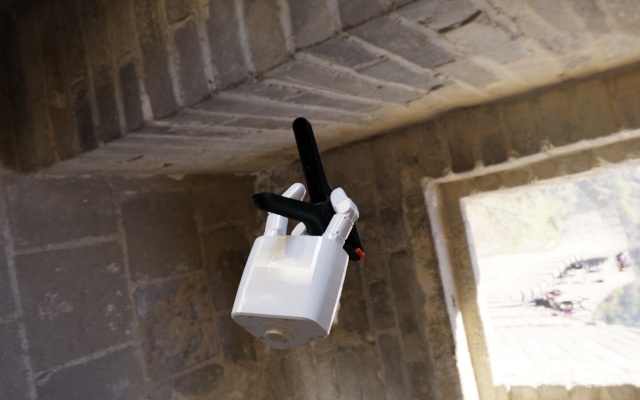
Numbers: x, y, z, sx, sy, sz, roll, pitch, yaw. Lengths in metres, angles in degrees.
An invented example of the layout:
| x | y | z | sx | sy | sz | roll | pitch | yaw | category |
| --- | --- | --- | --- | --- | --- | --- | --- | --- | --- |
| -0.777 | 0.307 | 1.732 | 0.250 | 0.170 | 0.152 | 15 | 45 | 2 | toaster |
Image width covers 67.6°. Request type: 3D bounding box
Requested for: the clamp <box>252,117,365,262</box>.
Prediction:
| x | y | z | sx | sy | sz | roll | pitch | yaw | category |
| --- | --- | --- | --- | --- | --- | --- | --- | --- | --- |
| 0.001 | 0.002 | 0.637 | 0.036 | 0.164 | 0.210 | -13 | -47 | 33 | clamp |
